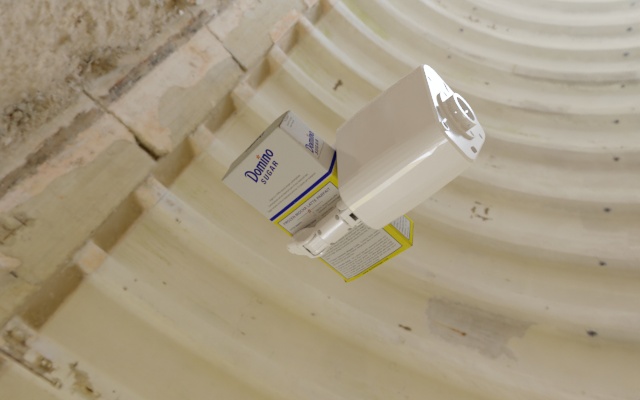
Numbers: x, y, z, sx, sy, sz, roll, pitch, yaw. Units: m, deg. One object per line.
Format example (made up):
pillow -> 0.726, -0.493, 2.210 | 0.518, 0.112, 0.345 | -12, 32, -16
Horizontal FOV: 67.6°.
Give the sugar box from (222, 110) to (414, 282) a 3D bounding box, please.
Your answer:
sugar box -> 0.000, 0.001, 0.477 | 0.093, 0.176, 0.048 | -37, 19, 32
